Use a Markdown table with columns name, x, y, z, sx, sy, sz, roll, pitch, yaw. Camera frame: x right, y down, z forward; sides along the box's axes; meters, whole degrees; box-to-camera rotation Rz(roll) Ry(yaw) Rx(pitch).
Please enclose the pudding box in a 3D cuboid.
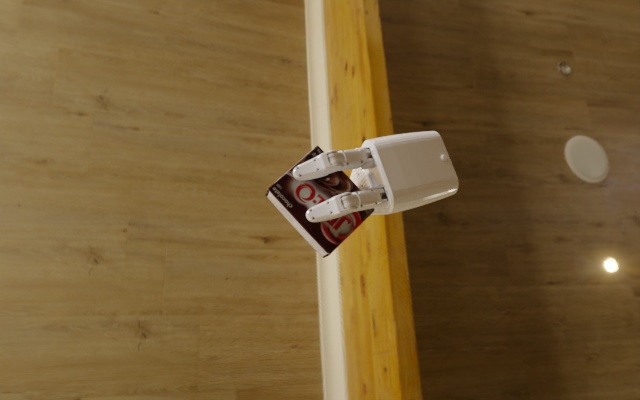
| name | x | y | z | sx | sy | sz | roll | pitch | yaw |
| --- | --- | --- | --- | --- | --- | --- | --- | --- | --- |
| pudding box | 0.000 | 0.002 | 0.604 | 0.090 | 0.113 | 0.039 | -43 | -3 | -21 |
